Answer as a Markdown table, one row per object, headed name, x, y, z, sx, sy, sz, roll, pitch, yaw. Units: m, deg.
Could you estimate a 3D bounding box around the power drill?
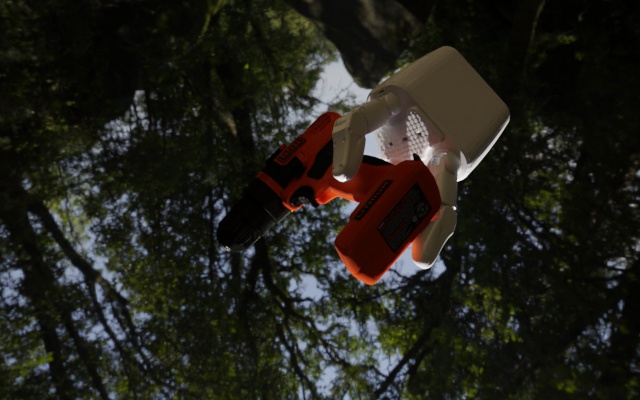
| name | x | y | z | sx | sy | sz | roll | pitch | yaw |
| --- | --- | --- | --- | --- | --- | --- | --- | --- | --- |
| power drill | 0.001 | 0.001 | 0.441 | 0.187 | 0.184 | 0.057 | 30 | -15 | 50 |
